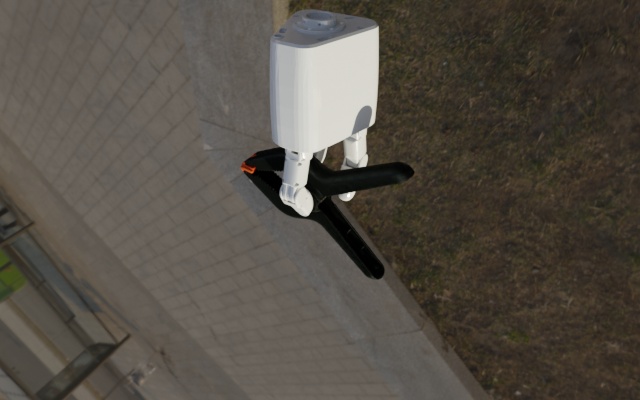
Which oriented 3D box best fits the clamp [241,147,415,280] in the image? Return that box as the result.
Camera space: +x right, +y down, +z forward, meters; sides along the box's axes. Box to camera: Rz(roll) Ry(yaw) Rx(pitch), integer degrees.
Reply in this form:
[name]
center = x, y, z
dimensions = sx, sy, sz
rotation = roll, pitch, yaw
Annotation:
[clamp]
center = -0.001, 0.002, 0.556
dimensions = 0.210, 0.165, 0.036
rotation = 20, 40, 24
